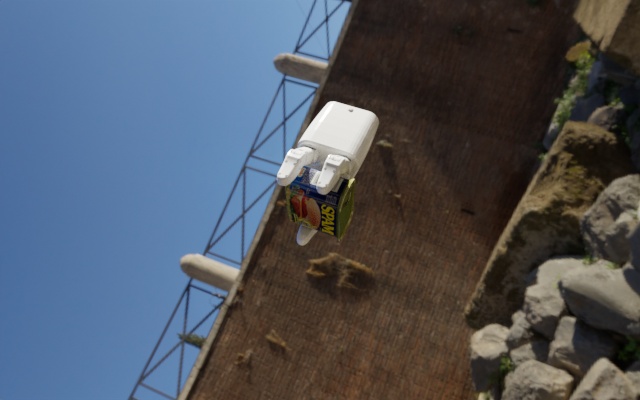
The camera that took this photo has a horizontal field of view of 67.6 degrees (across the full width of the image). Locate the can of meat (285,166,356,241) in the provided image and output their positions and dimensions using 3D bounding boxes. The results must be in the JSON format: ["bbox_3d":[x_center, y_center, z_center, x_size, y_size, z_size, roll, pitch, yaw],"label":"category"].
[{"bbox_3d":[0.000,0.002,0.681,0.084,0.057,0.102,19,-34,14],"label":"can of meat"}]
